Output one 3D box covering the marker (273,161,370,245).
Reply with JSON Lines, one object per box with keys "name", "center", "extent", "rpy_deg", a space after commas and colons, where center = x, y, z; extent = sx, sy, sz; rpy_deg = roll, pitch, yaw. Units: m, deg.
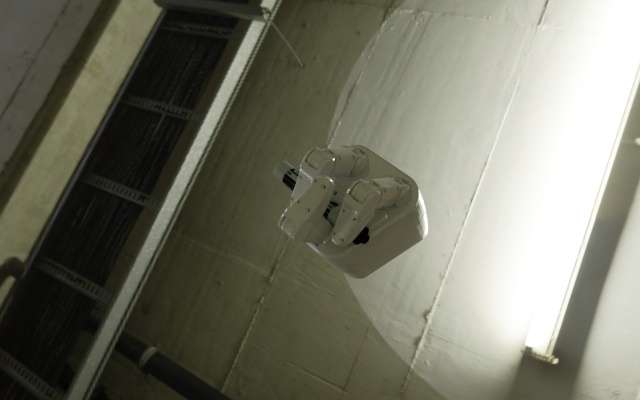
{"name": "marker", "center": [0.000, 0.001, 0.450], "extent": [0.121, 0.020, 0.020], "rpy_deg": [40, 21, 29]}
